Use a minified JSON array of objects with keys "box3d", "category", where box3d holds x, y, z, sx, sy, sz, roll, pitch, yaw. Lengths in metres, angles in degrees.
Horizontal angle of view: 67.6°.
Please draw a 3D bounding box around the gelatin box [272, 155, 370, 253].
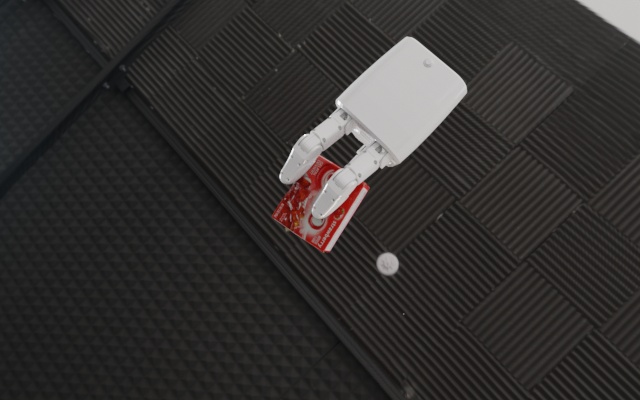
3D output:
[{"box3d":[0.000,0.002,0.533,0.073,0.089,0.030,33,3,17],"category":"gelatin box"}]
